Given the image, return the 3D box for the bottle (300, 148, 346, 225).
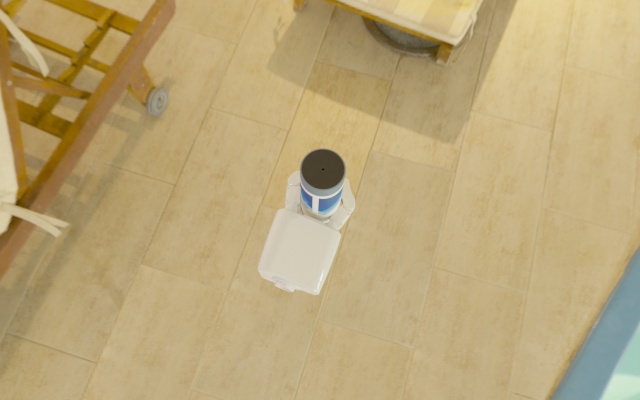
[{"bbox_3d":[0.000,0.003,0.821,0.069,0.069,0.296,0,-19,-1],"label":"bottle"}]
